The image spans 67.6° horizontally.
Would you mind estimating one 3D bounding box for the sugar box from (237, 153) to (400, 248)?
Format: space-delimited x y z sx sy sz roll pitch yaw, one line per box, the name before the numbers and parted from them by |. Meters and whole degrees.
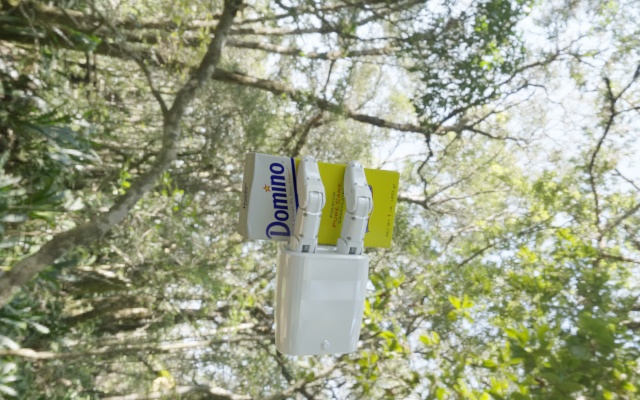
sugar box | 0.000 0.002 0.540 0.176 0.093 0.048 5 4 -25
